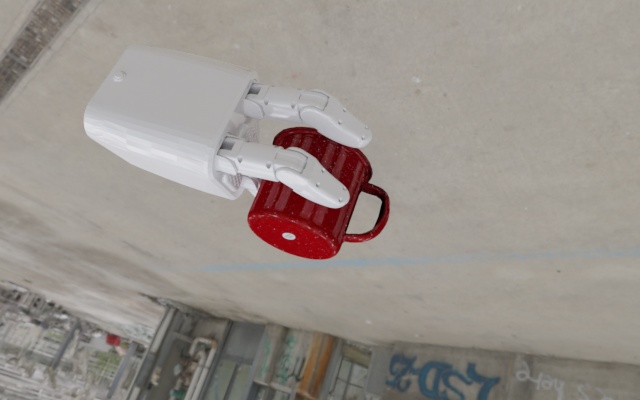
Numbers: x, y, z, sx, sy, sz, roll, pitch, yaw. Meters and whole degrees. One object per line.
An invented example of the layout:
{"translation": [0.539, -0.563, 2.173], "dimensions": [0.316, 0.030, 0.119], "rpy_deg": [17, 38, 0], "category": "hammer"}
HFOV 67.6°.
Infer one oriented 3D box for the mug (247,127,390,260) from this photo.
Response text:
{"translation": [0.001, 0.002, 0.404], "dimensions": [0.117, 0.081, 0.093], "rpy_deg": [17, -25, 8], "category": "mug"}
